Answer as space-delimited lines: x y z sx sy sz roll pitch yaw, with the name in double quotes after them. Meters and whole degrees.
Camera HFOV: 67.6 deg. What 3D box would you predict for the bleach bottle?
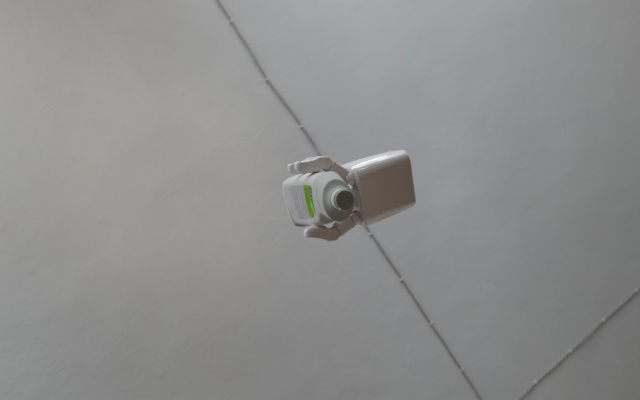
0.000 0.003 0.798 0.068 0.102 0.251 -20 8 -16 "bleach bottle"
